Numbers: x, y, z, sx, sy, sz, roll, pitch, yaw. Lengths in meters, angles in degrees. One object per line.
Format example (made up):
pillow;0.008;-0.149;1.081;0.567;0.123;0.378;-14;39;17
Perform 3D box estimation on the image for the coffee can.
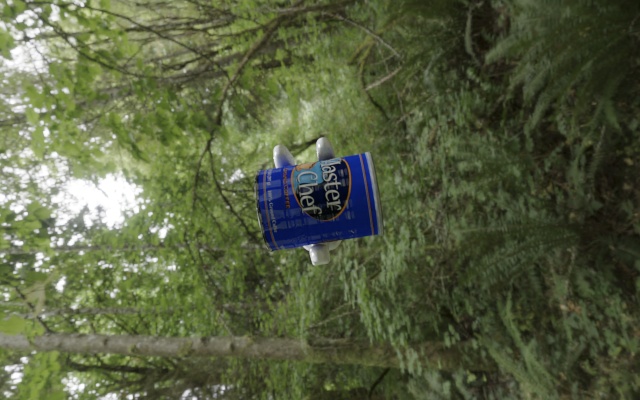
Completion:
coffee can;0.000;0.002;0.586;0.140;0.103;0.103;-9;-1;3
